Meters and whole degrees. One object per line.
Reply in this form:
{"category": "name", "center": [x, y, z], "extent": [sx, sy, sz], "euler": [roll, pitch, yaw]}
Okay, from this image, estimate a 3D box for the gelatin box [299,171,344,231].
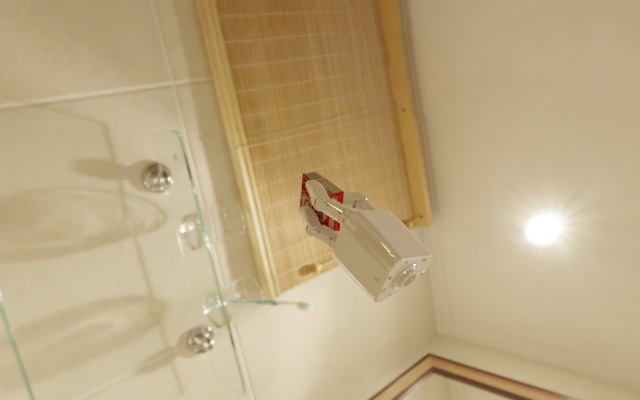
{"category": "gelatin box", "center": [0.000, 0.002, 0.792], "extent": [0.030, 0.073, 0.089], "euler": [-13, 33, -32]}
